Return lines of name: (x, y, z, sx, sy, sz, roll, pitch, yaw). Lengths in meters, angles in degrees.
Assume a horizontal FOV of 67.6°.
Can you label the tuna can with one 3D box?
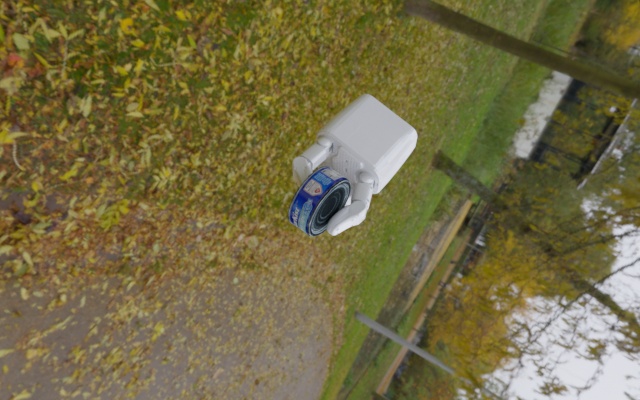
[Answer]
tuna can: (0.000, 0.002, 0.594, 0.033, 0.086, 0.086, 35, 14, 21)
